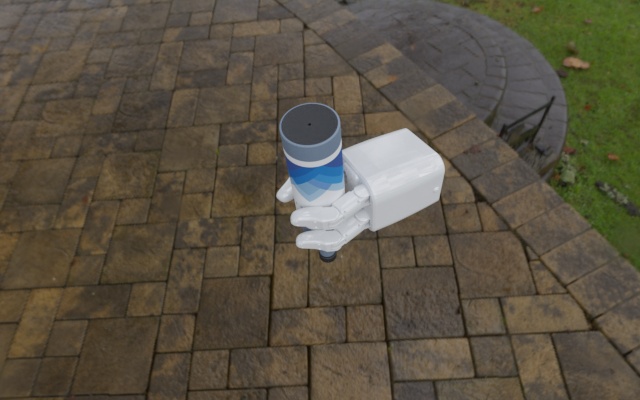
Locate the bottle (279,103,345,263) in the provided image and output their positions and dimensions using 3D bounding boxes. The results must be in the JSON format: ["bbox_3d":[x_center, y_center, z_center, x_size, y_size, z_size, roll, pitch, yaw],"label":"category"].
[{"bbox_3d":[0.000,0.002,0.634,0.069,0.069,0.296,0,-35,6],"label":"bottle"}]
